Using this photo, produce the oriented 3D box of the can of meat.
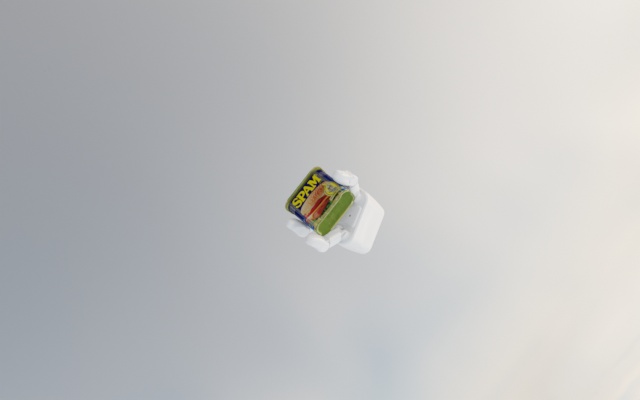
[{"bbox_3d":[0.000,0.003,0.866,0.084,0.102,0.057,38,-1,32],"label":"can of meat"}]
